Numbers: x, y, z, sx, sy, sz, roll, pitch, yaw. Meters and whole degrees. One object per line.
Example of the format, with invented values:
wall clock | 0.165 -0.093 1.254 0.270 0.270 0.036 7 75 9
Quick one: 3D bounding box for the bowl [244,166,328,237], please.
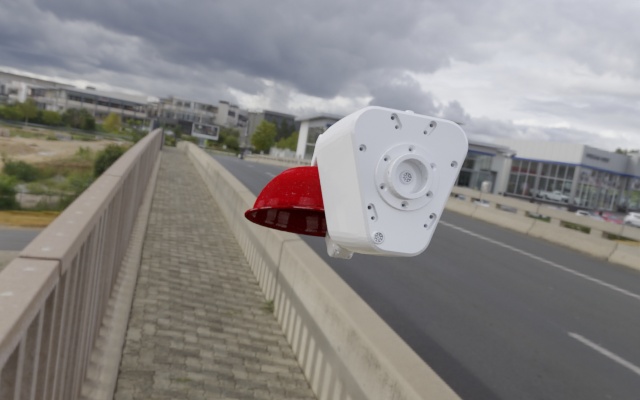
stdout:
bowl | 0.000 0.002 0.528 0.162 0.055 0.162 5 -13 1
